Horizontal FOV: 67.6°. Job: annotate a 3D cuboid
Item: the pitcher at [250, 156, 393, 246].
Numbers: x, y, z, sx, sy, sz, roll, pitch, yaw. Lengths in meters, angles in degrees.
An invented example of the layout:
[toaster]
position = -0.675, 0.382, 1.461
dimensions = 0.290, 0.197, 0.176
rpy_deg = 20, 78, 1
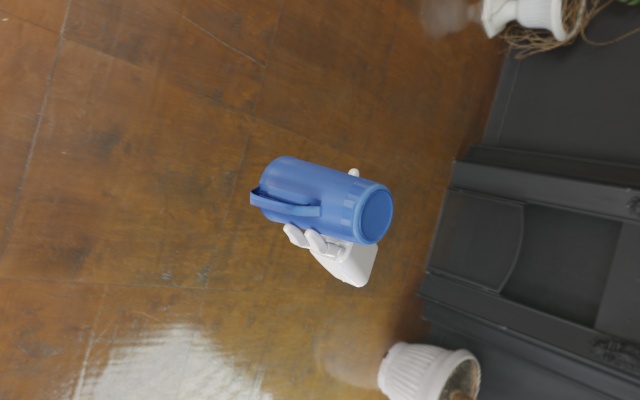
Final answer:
[pitcher]
position = 0.000, 0.003, 0.866
dimensions = 0.243, 0.149, 0.145
rpy_deg = 16, -28, 42
